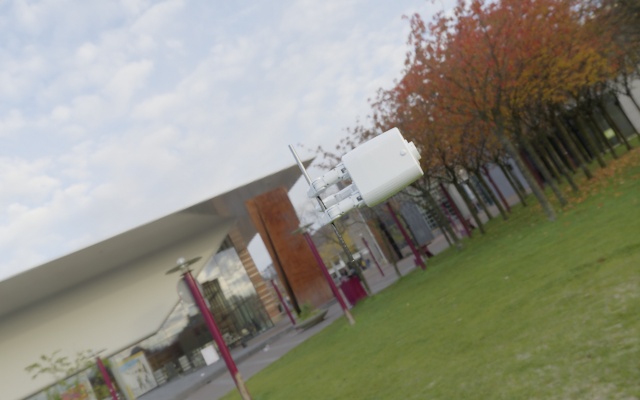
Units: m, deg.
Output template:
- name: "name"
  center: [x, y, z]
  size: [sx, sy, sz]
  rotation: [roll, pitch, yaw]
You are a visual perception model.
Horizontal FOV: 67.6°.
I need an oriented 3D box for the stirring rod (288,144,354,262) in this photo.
- name: "stirring rod"
  center: [0.000, 0.003, 0.859]
  size: [0.011, 0.239, 0.011]
  rotation: [-28, -8, -5]
